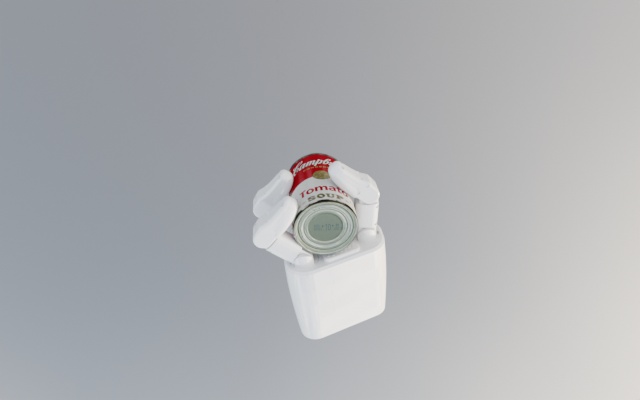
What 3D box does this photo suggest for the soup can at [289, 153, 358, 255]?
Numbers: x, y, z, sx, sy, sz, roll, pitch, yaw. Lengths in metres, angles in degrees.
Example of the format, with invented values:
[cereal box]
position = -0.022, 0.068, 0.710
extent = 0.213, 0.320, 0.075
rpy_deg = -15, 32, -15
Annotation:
[soup can]
position = 0.000, 0.001, 0.513
extent = 0.068, 0.068, 0.102
rpy_deg = 0, 32, -7
